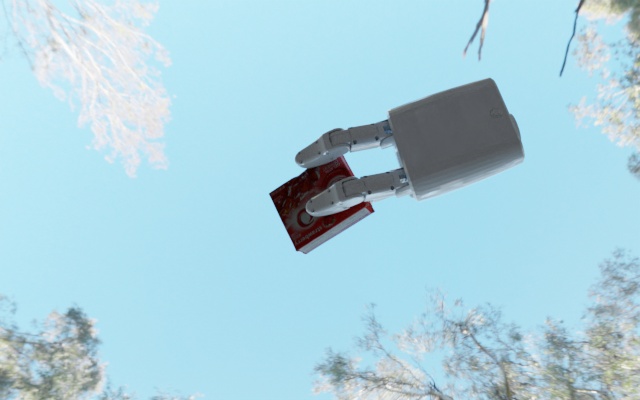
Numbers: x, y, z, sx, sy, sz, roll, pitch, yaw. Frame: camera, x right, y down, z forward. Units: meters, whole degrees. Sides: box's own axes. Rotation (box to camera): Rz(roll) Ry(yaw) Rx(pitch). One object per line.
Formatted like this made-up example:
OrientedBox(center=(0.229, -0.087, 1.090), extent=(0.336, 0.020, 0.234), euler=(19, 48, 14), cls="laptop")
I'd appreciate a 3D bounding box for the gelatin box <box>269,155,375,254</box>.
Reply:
OrientedBox(center=(0.000, 0.002, 0.496), extent=(0.089, 0.073, 0.030), euler=(-33, -24, 11), cls="gelatin box")
